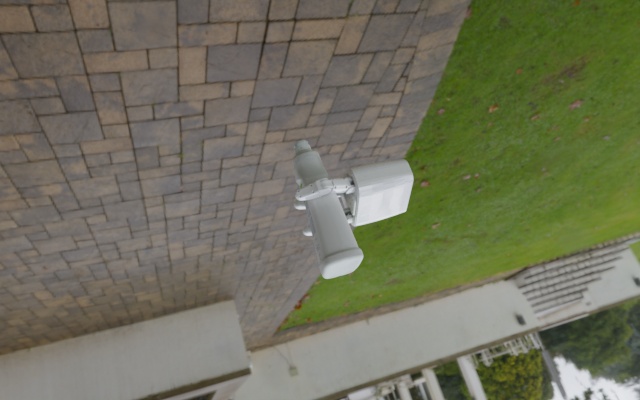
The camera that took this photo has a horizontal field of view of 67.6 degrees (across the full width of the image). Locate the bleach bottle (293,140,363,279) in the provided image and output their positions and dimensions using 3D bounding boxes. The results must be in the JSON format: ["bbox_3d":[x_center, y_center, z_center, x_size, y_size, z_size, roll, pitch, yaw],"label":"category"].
[{"bbox_3d":[0.000,0.003,0.831,0.068,0.250,0.103,-13,-22,-12],"label":"bleach bottle"}]
